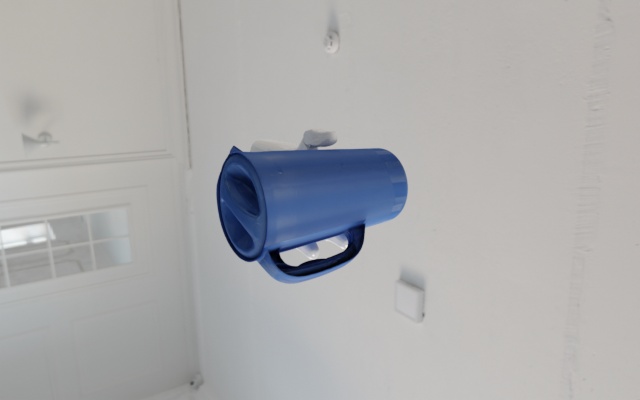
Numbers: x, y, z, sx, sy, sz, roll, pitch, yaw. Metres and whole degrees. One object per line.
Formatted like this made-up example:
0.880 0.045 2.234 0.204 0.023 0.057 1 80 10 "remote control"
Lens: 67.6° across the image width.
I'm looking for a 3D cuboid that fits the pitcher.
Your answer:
0.000 0.002 0.628 0.243 0.149 0.145 -9 19 -34 "pitcher"
